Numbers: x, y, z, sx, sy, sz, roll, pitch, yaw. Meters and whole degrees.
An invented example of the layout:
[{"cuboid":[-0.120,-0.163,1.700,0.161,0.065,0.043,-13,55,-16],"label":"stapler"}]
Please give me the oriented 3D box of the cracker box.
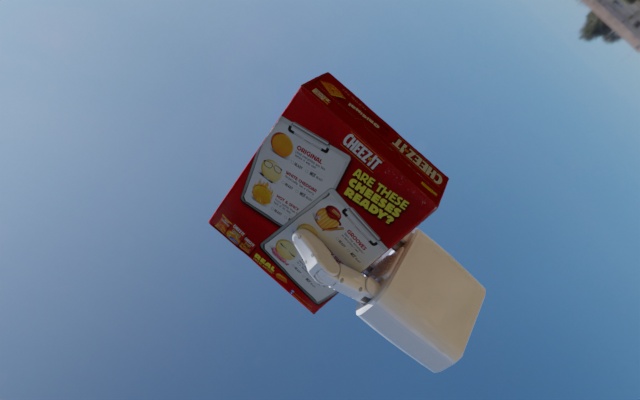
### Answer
[{"cuboid":[0.000,0.002,0.506,0.214,0.164,0.072,-48,0,37],"label":"cracker box"}]
